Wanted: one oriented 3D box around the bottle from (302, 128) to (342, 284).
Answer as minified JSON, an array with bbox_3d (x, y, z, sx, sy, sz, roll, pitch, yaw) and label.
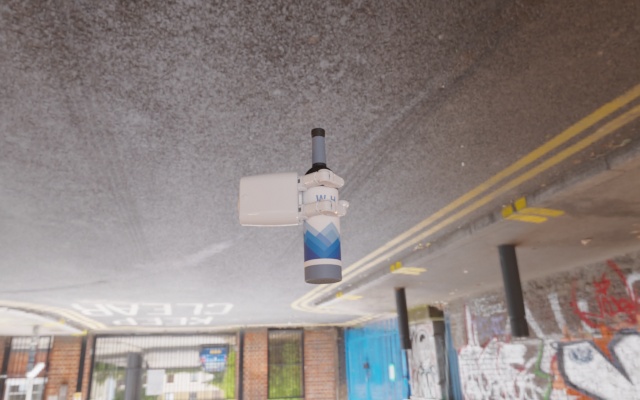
[{"bbox_3d":[0.000,0.003,0.885,0.069,0.295,0.069,-2,-19,-1],"label":"bottle"}]
